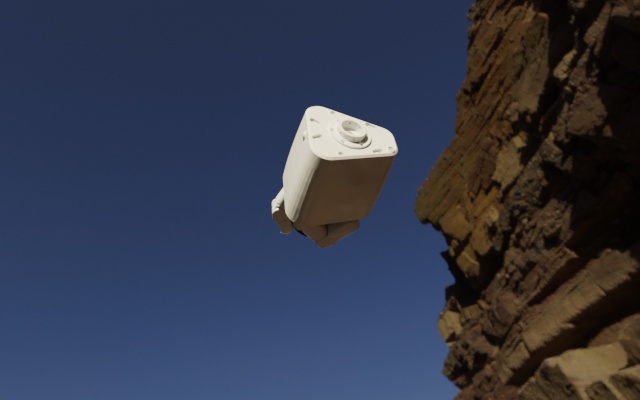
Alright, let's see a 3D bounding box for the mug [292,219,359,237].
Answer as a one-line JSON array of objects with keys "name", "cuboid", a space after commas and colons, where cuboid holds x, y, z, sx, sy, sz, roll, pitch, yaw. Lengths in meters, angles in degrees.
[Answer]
[{"name": "mug", "cuboid": [0.000, 0.003, 0.677, 0.093, 0.081, 0.117, 7, -44, -16]}]
